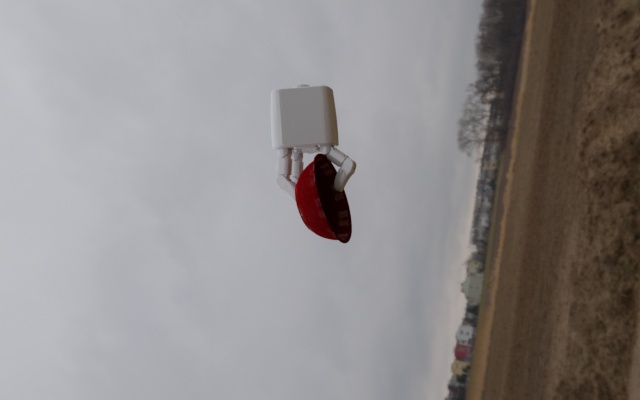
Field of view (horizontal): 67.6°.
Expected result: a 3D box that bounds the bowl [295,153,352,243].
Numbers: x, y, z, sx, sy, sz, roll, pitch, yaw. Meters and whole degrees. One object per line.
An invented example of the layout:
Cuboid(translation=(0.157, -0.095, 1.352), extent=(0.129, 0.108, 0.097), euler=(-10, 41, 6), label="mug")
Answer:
Cuboid(translation=(0.000, 0.004, 0.827), extent=(0.055, 0.162, 0.162), euler=(-18, -6, 18), label="bowl")
